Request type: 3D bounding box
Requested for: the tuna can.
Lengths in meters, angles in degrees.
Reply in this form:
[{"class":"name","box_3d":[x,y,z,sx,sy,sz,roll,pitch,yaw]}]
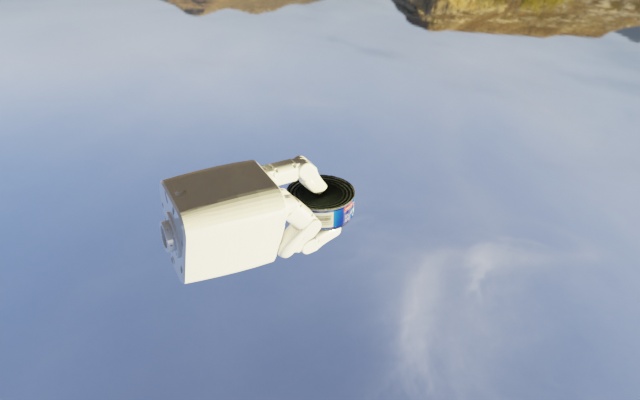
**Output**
[{"class":"tuna can","box_3d":[0.000,0.002,0.602,0.086,0.034,0.086,1,32,0]}]
